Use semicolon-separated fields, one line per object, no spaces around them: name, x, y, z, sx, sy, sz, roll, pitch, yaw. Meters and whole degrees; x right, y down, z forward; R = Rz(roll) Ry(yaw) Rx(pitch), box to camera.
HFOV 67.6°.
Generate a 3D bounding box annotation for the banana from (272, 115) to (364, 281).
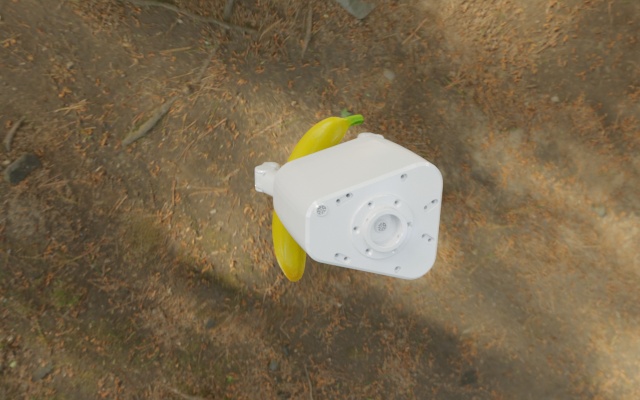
banana;-0.014;-0.007;0.505;0.069;0.198;0.037;19;8;-28
